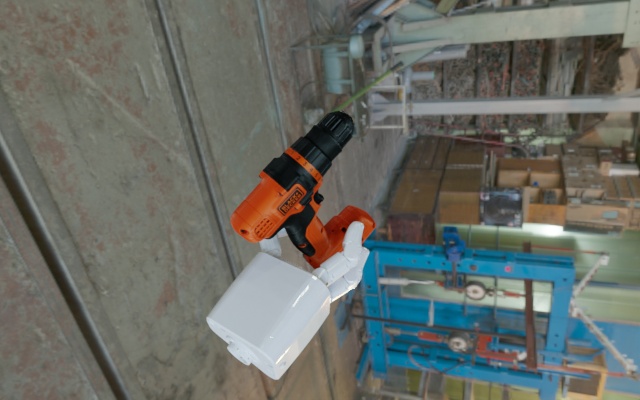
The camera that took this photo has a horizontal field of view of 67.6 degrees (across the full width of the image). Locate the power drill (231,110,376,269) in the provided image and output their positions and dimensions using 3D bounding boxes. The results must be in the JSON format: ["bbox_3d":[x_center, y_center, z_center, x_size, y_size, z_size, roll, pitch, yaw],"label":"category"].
[{"bbox_3d":[0.000,0.002,0.595,0.057,0.184,0.188,41,-4,42],"label":"power drill"}]
